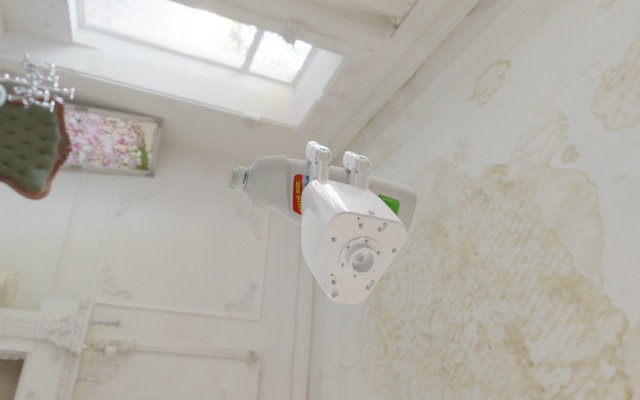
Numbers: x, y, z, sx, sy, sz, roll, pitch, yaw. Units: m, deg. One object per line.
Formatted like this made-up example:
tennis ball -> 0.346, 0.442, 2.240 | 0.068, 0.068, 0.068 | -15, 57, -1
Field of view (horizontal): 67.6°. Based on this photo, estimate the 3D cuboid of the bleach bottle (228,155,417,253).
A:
bleach bottle -> 0.000, 0.002, 0.643 | 0.251, 0.102, 0.068 | 12, 15, -19
